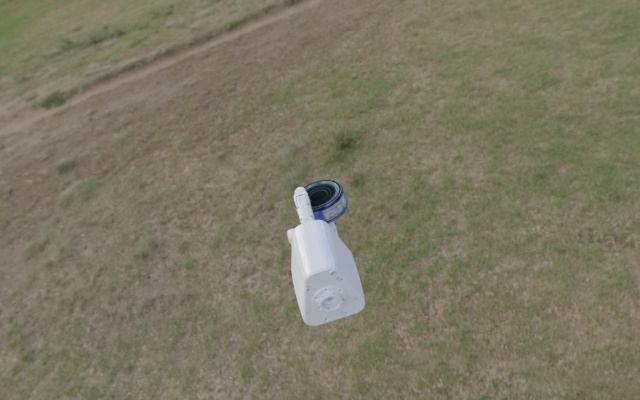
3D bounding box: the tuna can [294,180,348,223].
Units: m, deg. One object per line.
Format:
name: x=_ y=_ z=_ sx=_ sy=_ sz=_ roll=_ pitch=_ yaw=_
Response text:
tuna can: x=0.000 y=0.002 z=0.793 sx=0.086 sy=0.034 sz=0.086 roll=-14 pitch=33 yaw=10
